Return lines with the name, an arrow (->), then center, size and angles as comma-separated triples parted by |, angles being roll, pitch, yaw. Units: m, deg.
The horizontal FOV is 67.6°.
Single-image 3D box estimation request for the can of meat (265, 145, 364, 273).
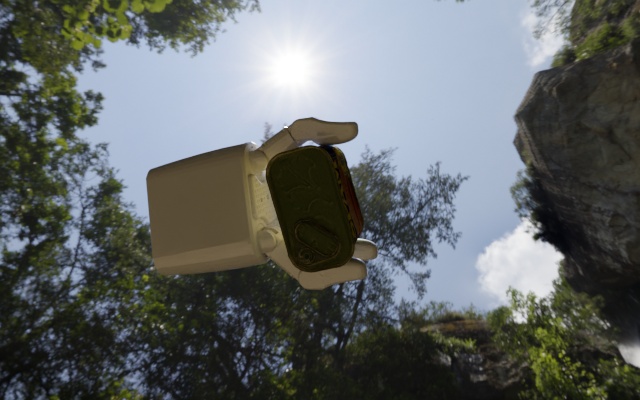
can of meat -> 0.000, 0.001, 0.422 | 0.057, 0.102, 0.084 | -14, 6, 14
